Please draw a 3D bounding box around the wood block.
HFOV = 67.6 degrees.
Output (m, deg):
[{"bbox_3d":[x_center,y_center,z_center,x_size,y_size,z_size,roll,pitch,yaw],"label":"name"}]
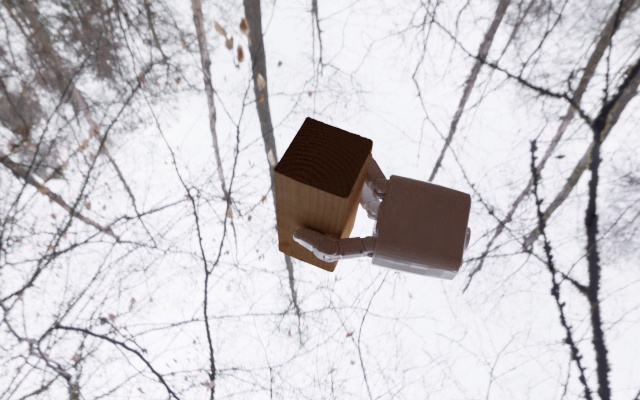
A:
[{"bbox_3d":[0.000,0.002,0.624,0.090,0.090,0.206,21,-30,10],"label":"wood block"}]
